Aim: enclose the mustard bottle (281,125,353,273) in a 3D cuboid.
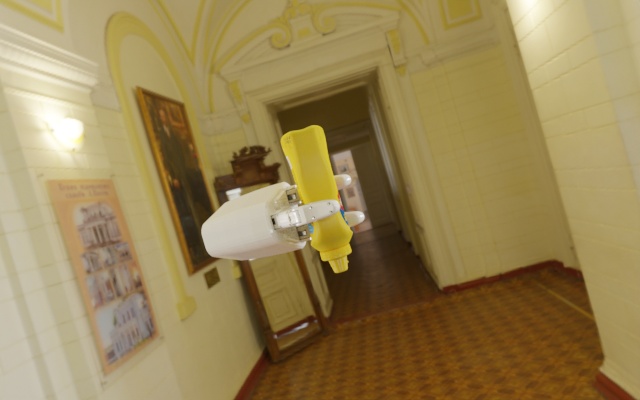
[{"bbox_3d":[0.000,0.002,0.630,0.058,0.191,0.096,-16,1,-5],"label":"mustard bottle"}]
